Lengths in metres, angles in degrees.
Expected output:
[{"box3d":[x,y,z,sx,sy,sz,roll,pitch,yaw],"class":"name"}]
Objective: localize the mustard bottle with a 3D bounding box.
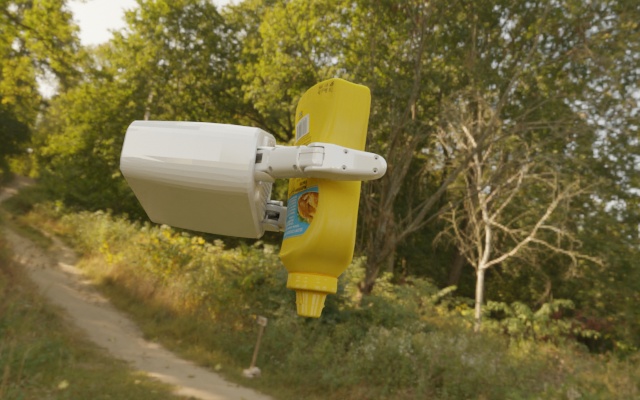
[{"box3d":[0.000,0.001,0.407,0.058,0.191,0.096,12,-14,-21],"class":"mustard bottle"}]
